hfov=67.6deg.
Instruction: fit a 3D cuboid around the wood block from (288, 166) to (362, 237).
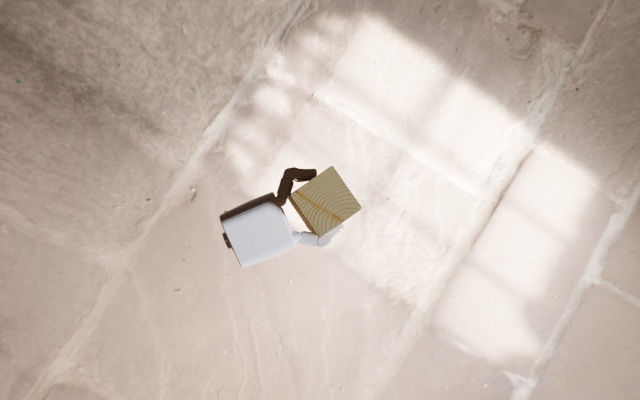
[{"bbox_3d":[0.000,0.003,0.893,0.090,0.091,0.206,-34,3,-5],"label":"wood block"}]
